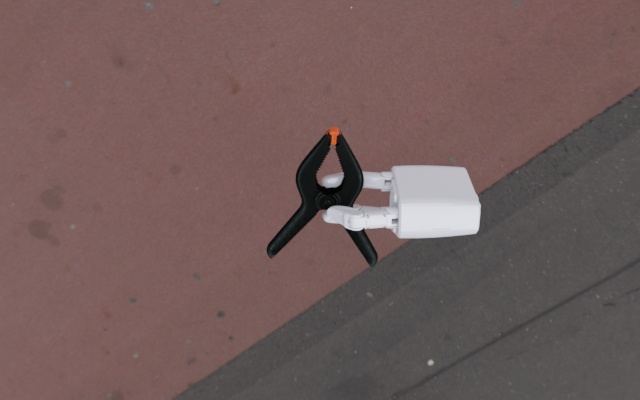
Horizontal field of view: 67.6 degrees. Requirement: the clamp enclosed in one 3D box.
[{"bbox_3d":[0.000,0.002,0.677,0.164,0.210,0.036,-2,22,0],"label":"clamp"}]
